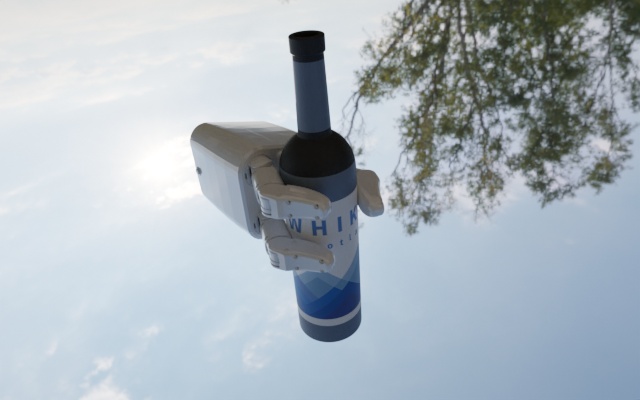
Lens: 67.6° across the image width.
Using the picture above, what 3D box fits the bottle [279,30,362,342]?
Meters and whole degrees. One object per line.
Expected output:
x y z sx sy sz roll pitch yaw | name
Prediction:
0.000 0.002 0.431 0.069 0.296 0.069 -3 32 2 | bottle
